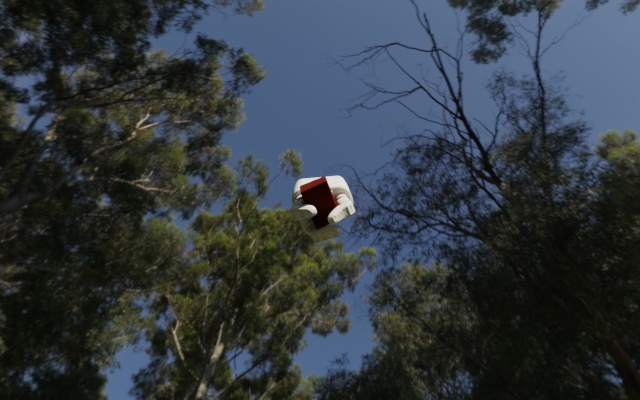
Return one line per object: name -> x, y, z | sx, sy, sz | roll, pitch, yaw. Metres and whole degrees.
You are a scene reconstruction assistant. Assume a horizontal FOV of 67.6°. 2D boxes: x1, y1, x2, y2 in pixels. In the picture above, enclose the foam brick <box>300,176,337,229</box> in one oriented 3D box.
foam brick -> 0.000, 0.003, 0.871 | 0.053, 0.078, 0.051 | -22, 17, 3
